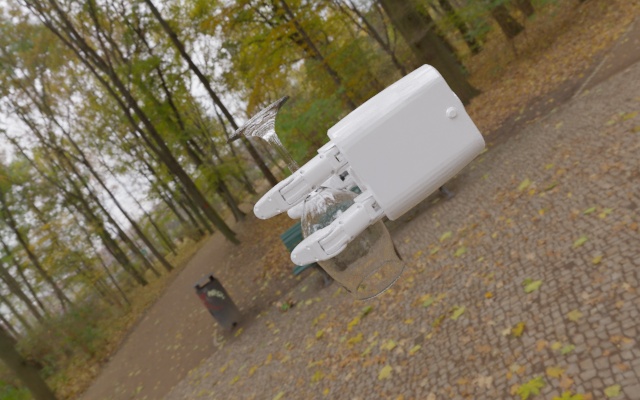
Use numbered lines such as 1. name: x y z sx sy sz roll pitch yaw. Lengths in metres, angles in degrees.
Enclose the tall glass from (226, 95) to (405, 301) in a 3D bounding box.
1. tall glass: 0.000 0.001 0.464 0.079 0.201 0.079 -36 8 6
